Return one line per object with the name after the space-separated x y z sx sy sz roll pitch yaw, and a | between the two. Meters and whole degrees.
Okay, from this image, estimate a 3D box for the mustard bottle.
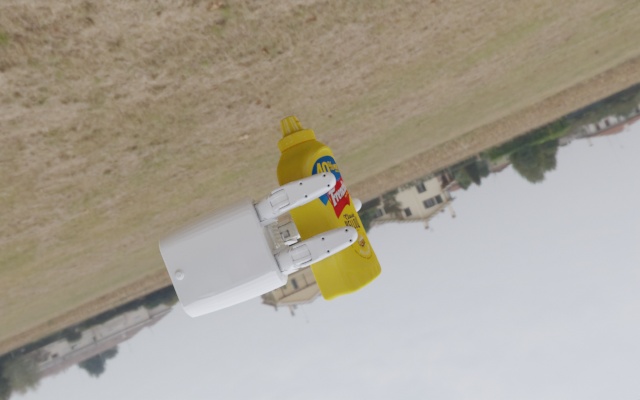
0.000 0.002 0.503 0.058 0.191 0.096 -24 -4 27 | mustard bottle
